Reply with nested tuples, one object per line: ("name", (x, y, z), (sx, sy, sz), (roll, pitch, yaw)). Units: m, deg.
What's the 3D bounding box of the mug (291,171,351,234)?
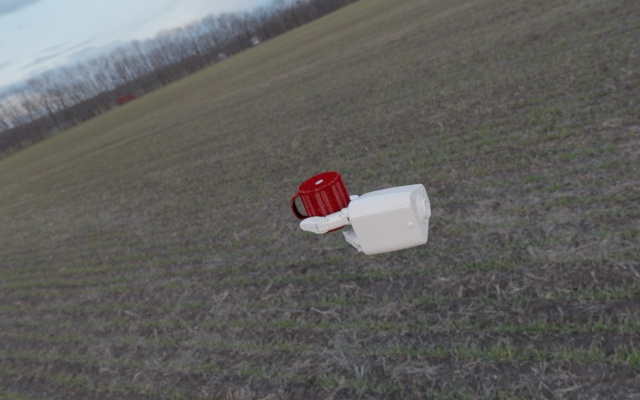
("mug", (-0.001, 0.003, 0.857), (0.117, 0.081, 0.093), (-12, 23, 27))
